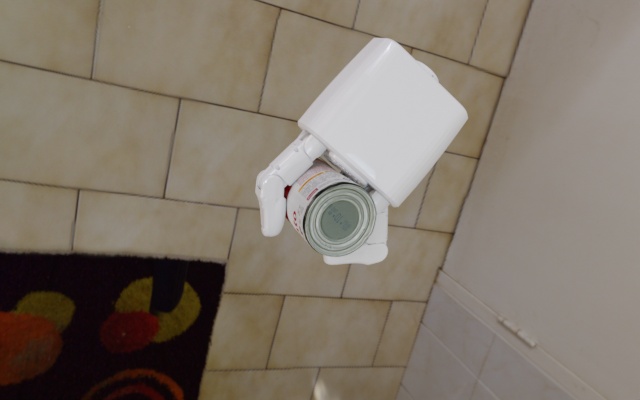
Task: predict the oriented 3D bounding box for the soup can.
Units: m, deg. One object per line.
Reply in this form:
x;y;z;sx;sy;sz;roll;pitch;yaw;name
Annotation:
0.000;0.002;0.438;0.068;0.068;0.102;0;19;-22;soup can
